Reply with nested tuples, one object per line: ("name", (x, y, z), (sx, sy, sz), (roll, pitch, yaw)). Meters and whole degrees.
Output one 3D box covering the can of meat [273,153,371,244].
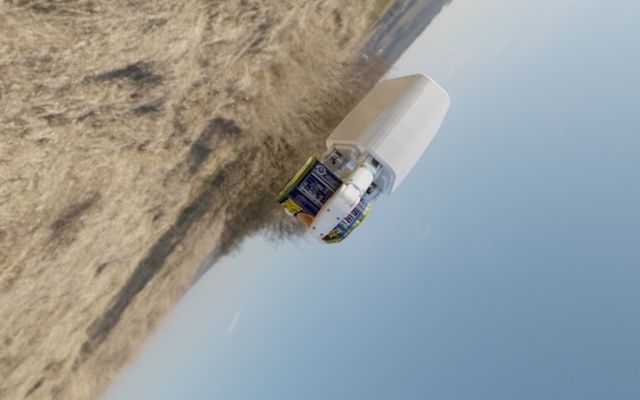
("can of meat", (0.000, 0.002, 0.531), (0.084, 0.057, 0.102), (40, -13, -5))
